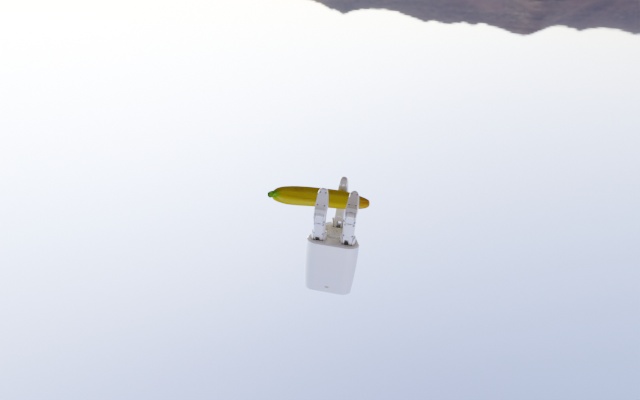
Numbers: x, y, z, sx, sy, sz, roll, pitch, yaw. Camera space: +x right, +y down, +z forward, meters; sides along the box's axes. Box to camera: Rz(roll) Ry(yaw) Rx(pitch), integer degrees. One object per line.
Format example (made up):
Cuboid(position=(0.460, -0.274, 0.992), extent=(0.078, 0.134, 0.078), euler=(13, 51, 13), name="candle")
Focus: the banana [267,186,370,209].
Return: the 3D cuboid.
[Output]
Cuboid(position=(-0.008, -0.003, 0.904), extent=(0.198, 0.037, 0.069), euler=(4, 17, -16), name="banana")
